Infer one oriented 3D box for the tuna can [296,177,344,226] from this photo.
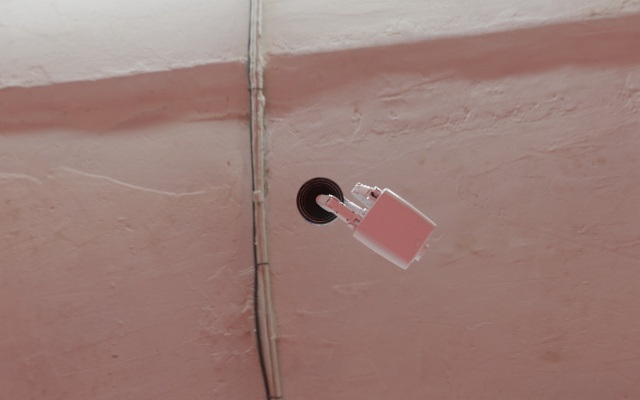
[{"bbox_3d":[0.000,0.003,0.863,0.086,0.086,0.034,0,-10,3],"label":"tuna can"}]
